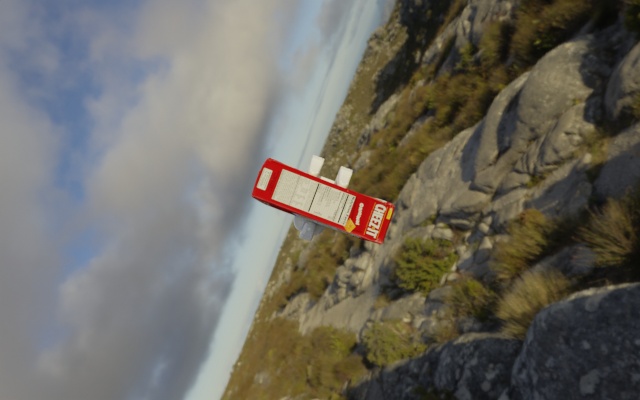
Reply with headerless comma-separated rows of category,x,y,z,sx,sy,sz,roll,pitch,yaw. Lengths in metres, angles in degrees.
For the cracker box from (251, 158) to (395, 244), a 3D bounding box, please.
cracker box,0.000,0.003,0.794,0.214,0.072,0.164,20,-3,-3
